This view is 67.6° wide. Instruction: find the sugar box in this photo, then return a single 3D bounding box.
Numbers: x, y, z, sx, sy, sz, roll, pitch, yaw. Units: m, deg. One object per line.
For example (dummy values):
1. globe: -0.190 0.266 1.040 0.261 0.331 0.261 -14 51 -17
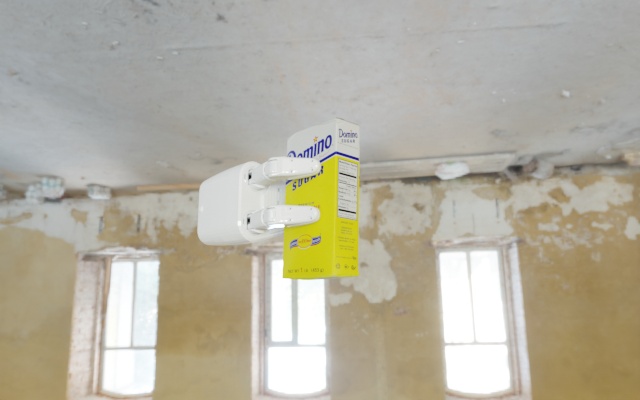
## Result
1. sugar box: 0.000 0.002 0.552 0.048 0.176 0.093 8 -14 -41
